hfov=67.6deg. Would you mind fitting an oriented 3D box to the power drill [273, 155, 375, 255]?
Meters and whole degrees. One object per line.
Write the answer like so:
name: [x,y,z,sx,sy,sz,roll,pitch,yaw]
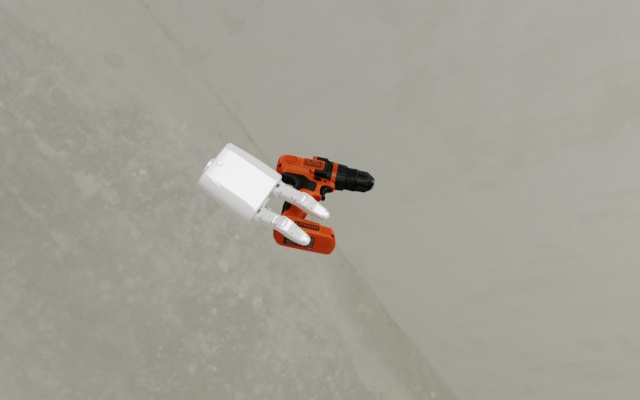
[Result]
power drill: [0.000,0.003,0.845,0.184,0.187,0.057,10,-42,0]
